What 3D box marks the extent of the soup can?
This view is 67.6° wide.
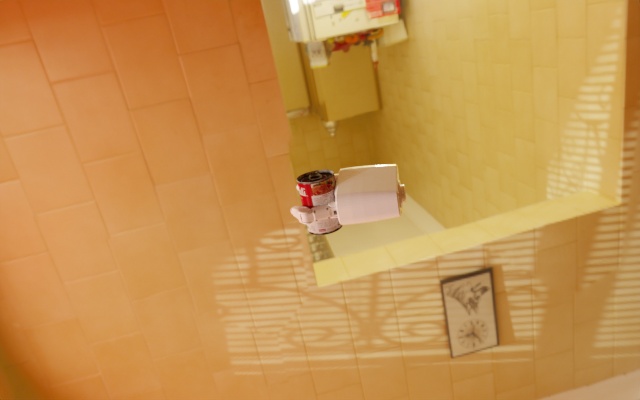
[{"bbox_3d":[0.000,0.003,0.861,0.068,0.102,0.068,-10,20,4],"label":"soup can"}]
